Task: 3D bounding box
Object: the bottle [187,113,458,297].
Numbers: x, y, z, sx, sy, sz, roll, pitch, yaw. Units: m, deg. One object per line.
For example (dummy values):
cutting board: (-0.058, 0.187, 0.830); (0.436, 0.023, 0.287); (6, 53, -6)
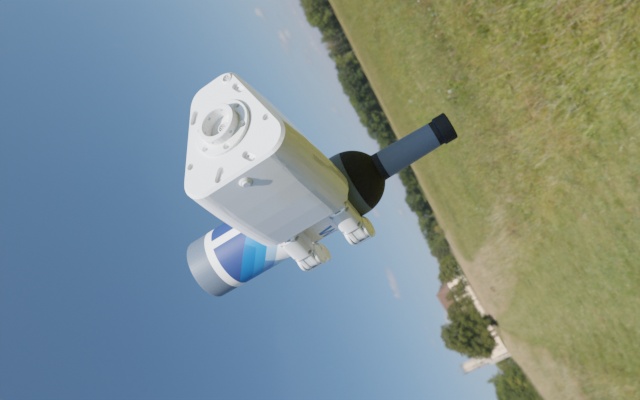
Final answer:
bottle: (0.000, 0.002, 0.485); (0.296, 0.069, 0.069); (-31, -8, 13)
